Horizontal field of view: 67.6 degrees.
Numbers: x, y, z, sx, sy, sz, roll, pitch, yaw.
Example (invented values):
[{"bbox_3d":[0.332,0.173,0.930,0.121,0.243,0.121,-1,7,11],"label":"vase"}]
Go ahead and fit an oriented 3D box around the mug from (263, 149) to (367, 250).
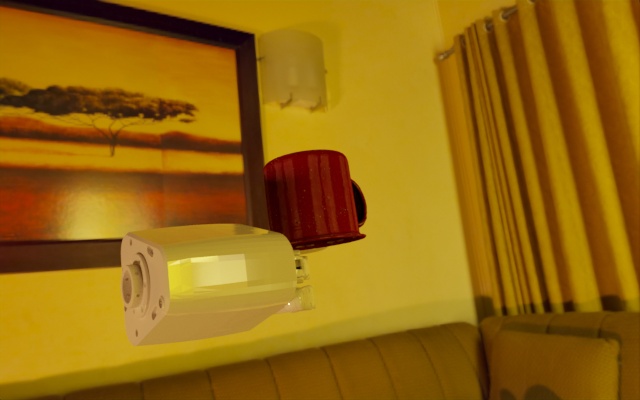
[{"bbox_3d":[0.001,0.001,0.456,0.117,0.081,0.093,-1,-12,-38],"label":"mug"}]
